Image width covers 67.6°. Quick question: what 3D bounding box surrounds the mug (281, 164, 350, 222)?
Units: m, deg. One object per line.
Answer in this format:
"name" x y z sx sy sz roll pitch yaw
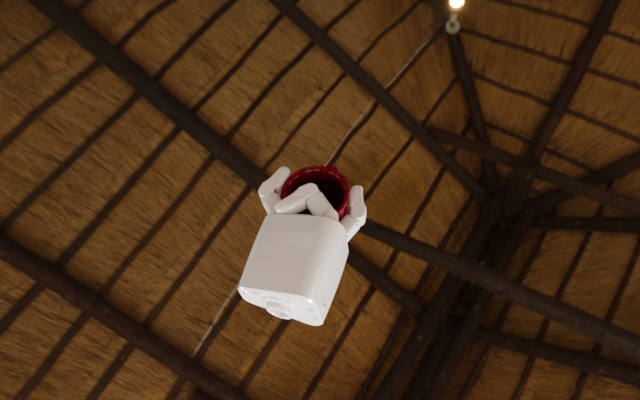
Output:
"mug" 0.001 0.001 0.678 0.093 0.117 0.082 12 -32 15
